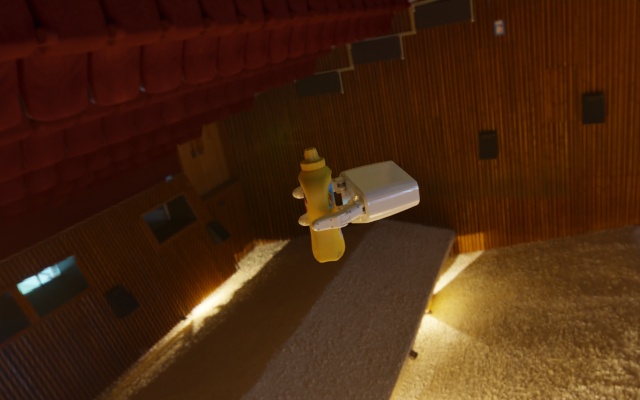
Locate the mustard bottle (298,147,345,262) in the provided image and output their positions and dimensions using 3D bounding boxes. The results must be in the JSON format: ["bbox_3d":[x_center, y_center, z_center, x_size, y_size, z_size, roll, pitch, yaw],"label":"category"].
[{"bbox_3d":[0.000,0.003,0.826,0.058,0.192,0.096,-8,18,7],"label":"mustard bottle"}]
